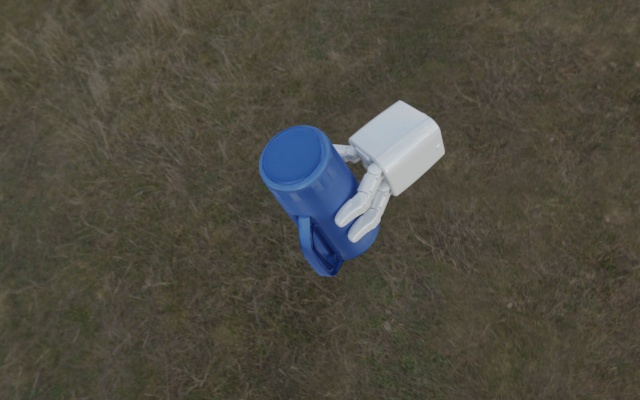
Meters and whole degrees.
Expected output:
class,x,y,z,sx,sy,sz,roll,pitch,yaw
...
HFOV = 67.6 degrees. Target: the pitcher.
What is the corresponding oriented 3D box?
class,x,y,z,sx,sy,sz,roll,pitch,yaw
pitcher,0.000,0.002,0.743,0.145,0.149,0.243,-37,-34,0
